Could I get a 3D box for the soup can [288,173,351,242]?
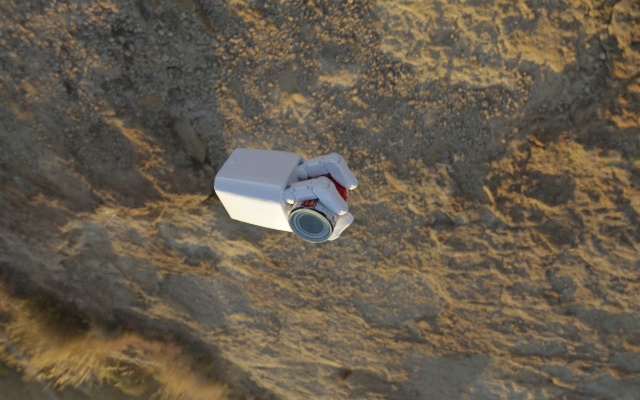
[{"bbox_3d":[0.001,0.003,0.694,0.068,0.068,0.102,0,41,23],"label":"soup can"}]
